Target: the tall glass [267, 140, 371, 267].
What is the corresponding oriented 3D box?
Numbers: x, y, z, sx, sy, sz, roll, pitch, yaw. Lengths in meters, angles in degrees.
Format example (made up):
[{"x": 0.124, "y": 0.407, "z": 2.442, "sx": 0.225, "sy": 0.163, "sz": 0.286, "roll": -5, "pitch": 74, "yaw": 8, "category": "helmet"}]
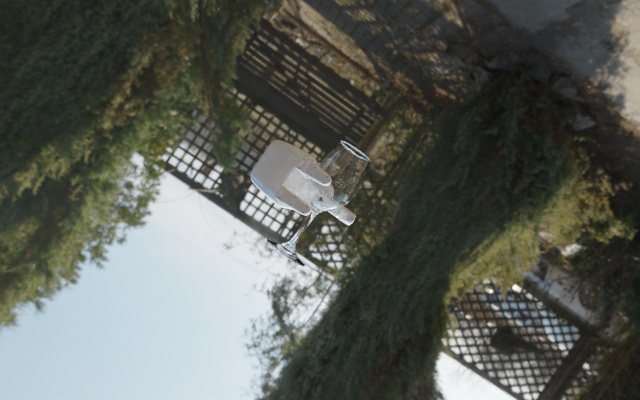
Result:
[{"x": 0.000, "y": 0.003, "z": 0.767, "sx": 0.079, "sy": 0.201, "sz": 0.079, "roll": 35, "pitch": 0, "yaw": 0, "category": "tall glass"}]
